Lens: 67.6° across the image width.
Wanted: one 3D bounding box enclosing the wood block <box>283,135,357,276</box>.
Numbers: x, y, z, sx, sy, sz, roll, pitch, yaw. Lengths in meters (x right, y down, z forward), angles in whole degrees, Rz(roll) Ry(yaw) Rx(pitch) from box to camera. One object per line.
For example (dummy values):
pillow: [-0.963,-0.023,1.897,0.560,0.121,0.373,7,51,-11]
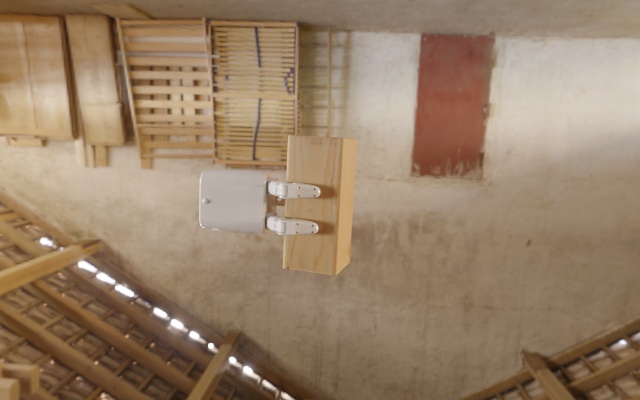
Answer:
wood block: [0.000,0.003,0.757,0.090,0.206,0.091,5,8,16]
